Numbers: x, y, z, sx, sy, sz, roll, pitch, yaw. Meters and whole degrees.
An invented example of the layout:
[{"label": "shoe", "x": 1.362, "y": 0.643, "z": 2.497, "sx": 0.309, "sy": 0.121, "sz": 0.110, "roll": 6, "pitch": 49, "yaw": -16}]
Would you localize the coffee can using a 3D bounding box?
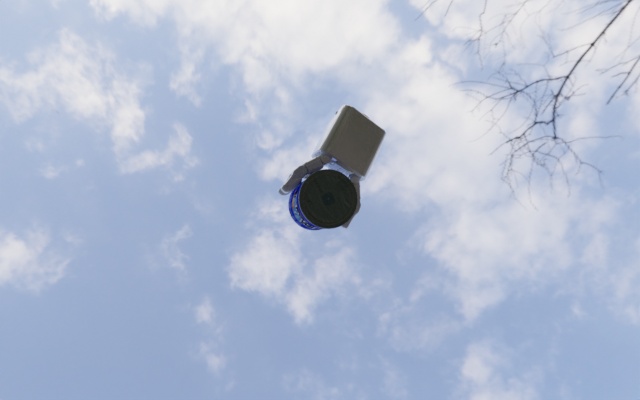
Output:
[{"label": "coffee can", "x": 0.000, "y": 0.003, "z": 0.880, "sx": 0.103, "sy": 0.103, "sz": 0.140, "roll": 0, "pitch": -5, "yaw": -12}]
